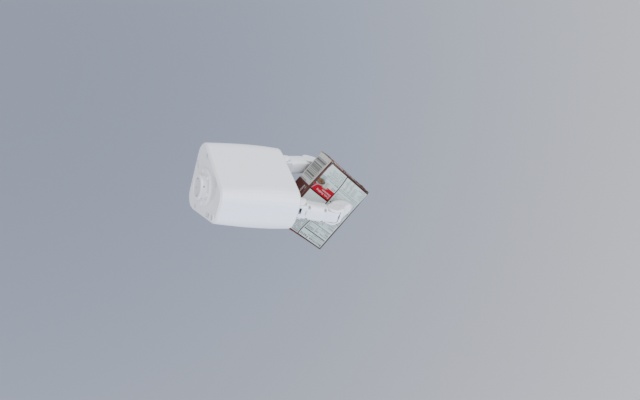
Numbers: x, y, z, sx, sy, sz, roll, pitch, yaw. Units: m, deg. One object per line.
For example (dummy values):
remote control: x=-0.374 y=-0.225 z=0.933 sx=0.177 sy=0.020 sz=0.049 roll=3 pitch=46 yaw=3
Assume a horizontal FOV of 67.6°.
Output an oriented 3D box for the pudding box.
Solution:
pudding box: x=0.000 y=0.002 z=0.675 sx=0.090 sy=0.113 sz=0.039 roll=38 pitch=7 yaw=-38
